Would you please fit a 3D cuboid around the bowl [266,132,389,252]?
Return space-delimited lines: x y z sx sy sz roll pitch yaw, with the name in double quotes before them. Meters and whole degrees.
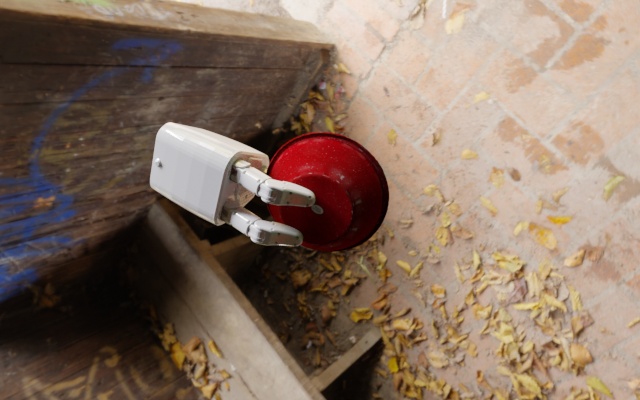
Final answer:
"bowl" 0.001 0.002 0.579 0.162 0.162 0.055 0 22 14
